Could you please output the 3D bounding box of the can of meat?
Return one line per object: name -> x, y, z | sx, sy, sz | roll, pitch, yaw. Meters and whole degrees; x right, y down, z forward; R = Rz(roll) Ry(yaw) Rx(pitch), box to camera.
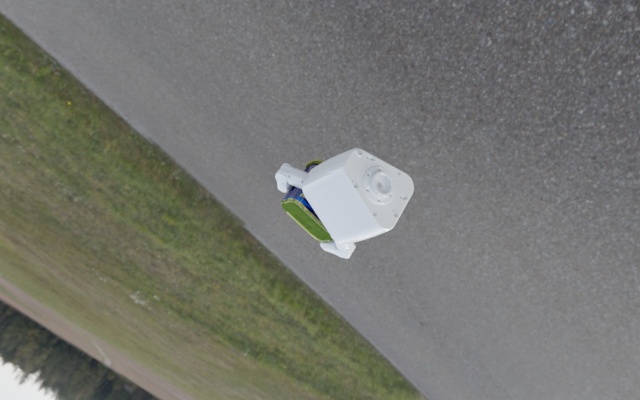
can of meat -> 0.000, 0.003, 0.731 | 0.102, 0.084, 0.057 | 43, -29, -17
